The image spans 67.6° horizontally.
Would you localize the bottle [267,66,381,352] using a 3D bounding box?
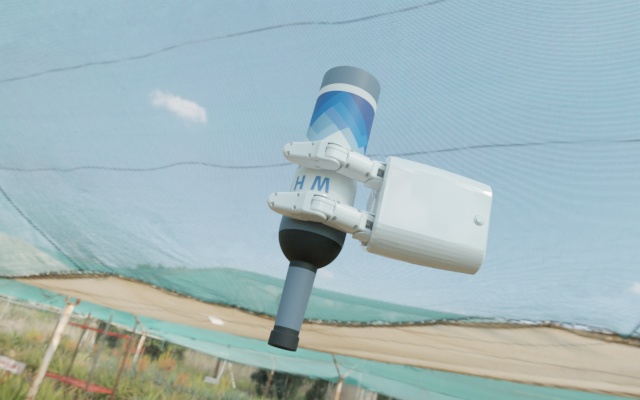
[{"bbox_3d":[0.000,0.001,0.486,0.069,0.295,0.069,13,-21,5],"label":"bottle"}]
